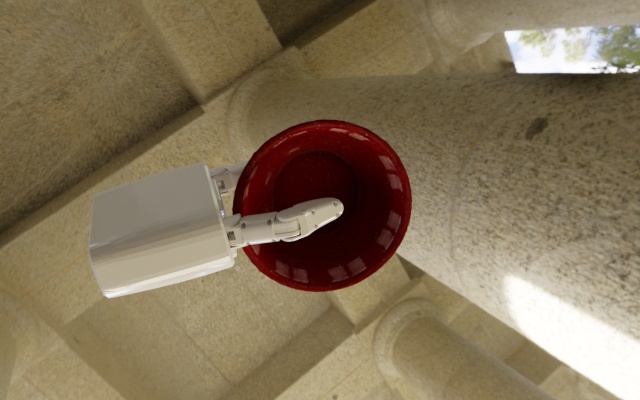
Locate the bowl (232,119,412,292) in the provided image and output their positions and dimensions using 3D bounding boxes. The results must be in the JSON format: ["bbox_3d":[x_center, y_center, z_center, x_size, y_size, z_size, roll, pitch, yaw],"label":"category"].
[{"bbox_3d":[0.001,0.001,0.447,0.162,0.162,0.055,0,18,-9],"label":"bowl"}]
